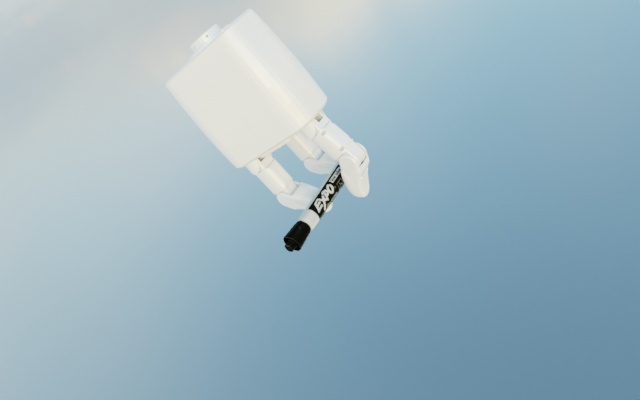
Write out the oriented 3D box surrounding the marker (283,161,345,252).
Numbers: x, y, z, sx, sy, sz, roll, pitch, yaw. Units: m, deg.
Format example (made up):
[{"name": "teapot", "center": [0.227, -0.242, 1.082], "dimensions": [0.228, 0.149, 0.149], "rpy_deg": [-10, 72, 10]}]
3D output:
[{"name": "marker", "center": [0.000, 0.002, 0.459], "dimensions": [0.020, 0.020, 0.121], "rpy_deg": [0, 44, 41]}]
